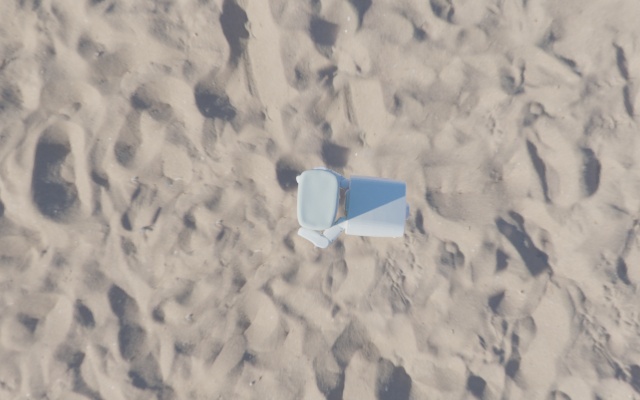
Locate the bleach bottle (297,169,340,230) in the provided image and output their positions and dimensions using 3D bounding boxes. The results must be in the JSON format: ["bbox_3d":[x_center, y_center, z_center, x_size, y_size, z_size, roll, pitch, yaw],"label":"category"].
[{"bbox_3d":[0.000,0.003,0.891,0.068,0.102,0.251,5,-1,2],"label":"bleach bottle"}]
